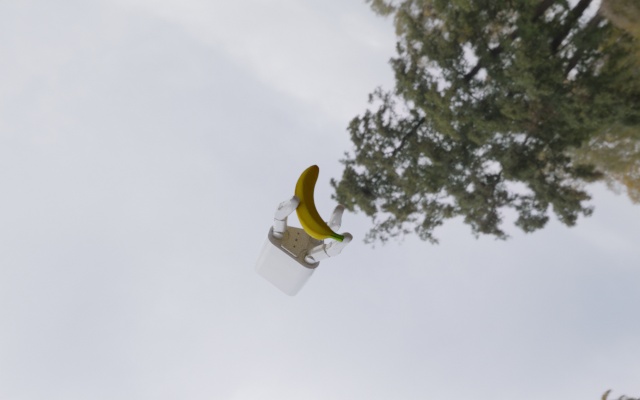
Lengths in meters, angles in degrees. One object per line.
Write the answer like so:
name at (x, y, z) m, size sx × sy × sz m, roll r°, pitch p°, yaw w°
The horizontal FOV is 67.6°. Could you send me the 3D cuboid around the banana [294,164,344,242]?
banana at (-0.016, 0.004, 0.879) m, size 0.069 × 0.197 × 0.037 m, roll 5°, pitch -45°, yaw -24°
